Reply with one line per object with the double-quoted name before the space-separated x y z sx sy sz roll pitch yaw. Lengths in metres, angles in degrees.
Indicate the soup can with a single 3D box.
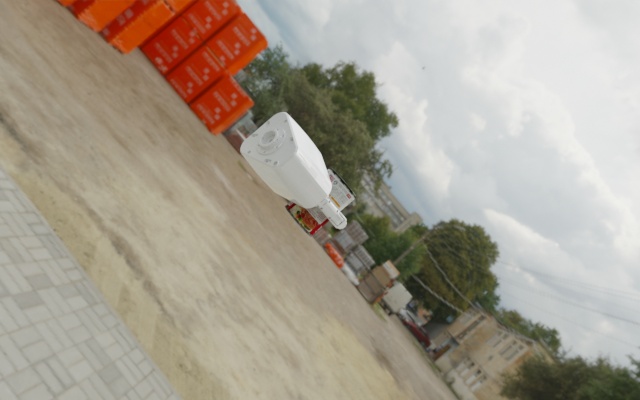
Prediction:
"soup can" 0.001 0.003 0.800 0.102 0.068 0.068 -41 0 0
